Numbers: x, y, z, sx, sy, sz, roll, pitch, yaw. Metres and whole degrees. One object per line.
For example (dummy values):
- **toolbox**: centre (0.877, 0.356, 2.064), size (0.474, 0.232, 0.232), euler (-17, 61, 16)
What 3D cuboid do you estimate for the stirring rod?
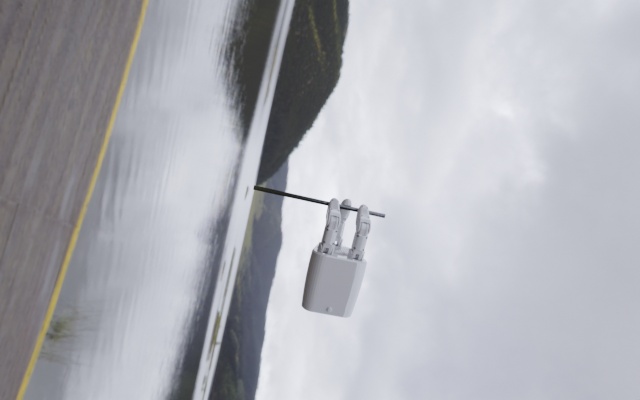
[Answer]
- **stirring rod**: centre (0.000, 0.003, 0.846), size (0.239, 0.011, 0.011), euler (12, -2, -9)
